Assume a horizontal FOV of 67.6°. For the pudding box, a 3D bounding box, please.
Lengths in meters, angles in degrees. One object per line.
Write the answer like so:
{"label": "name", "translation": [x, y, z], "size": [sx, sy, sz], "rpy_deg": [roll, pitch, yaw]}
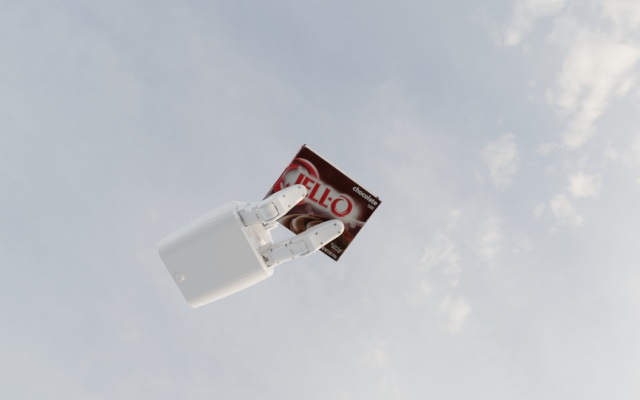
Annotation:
{"label": "pudding box", "translation": [0.000, 0.002, 0.557], "size": [0.113, 0.090, 0.039], "rpy_deg": [35, 11, -8]}
